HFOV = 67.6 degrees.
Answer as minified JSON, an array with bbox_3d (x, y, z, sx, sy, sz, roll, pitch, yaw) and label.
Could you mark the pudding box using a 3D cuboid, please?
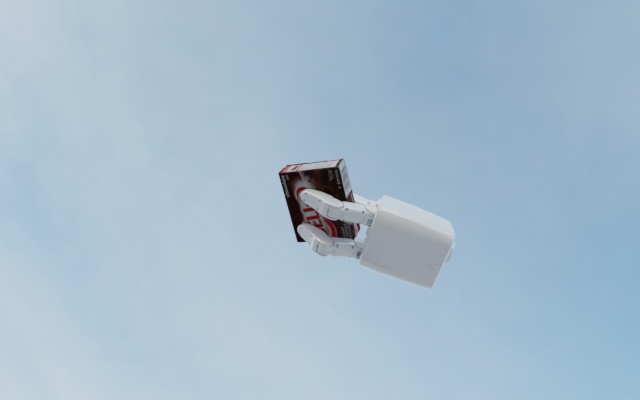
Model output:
[{"bbox_3d":[0.000,0.002,0.666,0.090,0.113,0.039,-5,21,21],"label":"pudding box"}]
